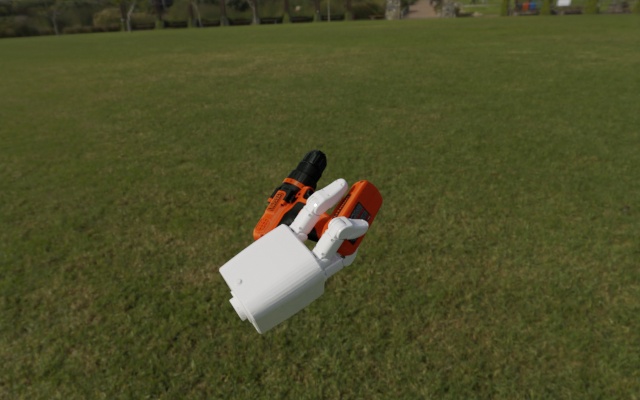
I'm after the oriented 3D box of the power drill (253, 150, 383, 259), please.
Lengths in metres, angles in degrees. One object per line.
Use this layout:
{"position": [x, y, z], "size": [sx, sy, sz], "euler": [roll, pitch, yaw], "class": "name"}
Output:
{"position": [0.000, 0.003, 0.715], "size": [0.187, 0.184, 0.057], "euler": [9, -27, 50], "class": "power drill"}
